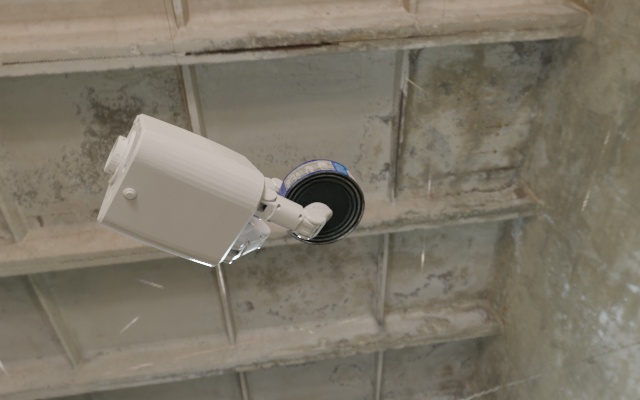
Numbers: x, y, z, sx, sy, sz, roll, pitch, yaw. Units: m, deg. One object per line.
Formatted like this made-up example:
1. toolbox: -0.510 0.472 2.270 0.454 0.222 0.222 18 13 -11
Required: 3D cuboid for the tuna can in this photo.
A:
1. tuna can: 0.000 0.001 0.492 0.086 0.086 0.033 0 29 -13
